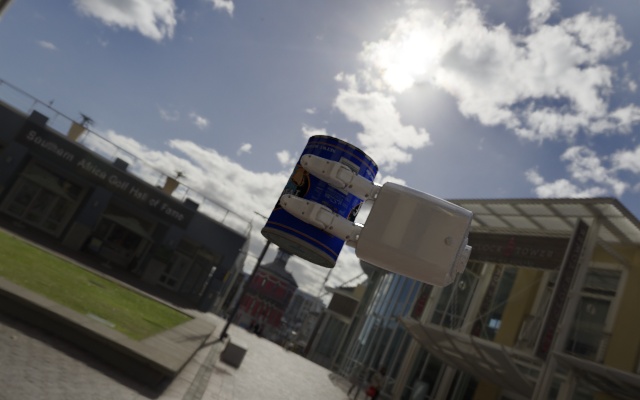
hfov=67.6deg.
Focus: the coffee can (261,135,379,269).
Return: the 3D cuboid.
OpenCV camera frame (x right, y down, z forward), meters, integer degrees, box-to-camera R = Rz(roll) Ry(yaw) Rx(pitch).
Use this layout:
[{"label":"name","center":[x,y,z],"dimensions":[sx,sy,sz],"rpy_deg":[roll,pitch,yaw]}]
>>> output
[{"label":"coffee can","center":[0.000,0.002,0.613],"dimensions":[0.103,0.140,0.103],"rpy_deg":[24,-14,7]}]
